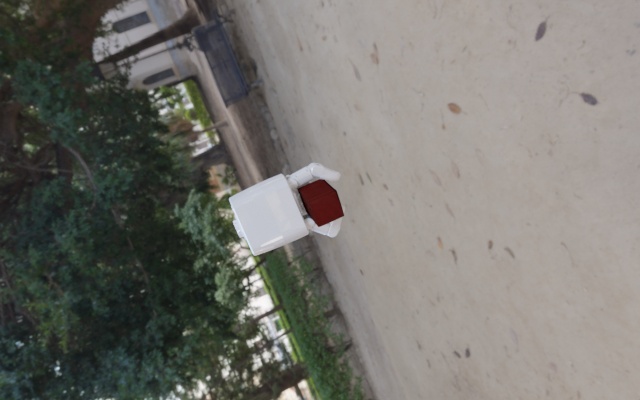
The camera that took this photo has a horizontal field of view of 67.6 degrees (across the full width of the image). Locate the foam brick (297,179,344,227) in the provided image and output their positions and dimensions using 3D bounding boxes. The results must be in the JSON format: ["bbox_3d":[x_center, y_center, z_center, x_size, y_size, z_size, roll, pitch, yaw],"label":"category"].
[{"bbox_3d":[0.000,0.003,0.832,0.051,0.053,0.078,-23,23,-9],"label":"foam brick"}]
